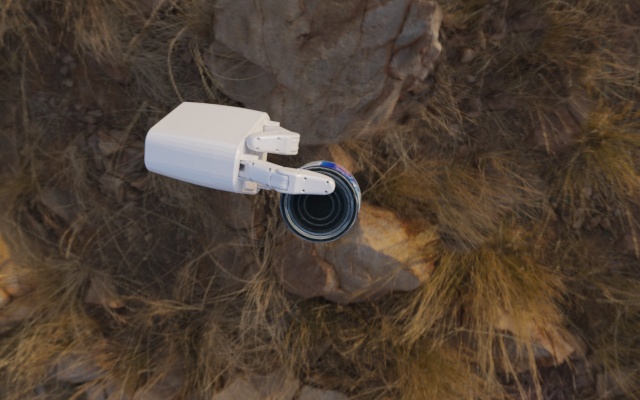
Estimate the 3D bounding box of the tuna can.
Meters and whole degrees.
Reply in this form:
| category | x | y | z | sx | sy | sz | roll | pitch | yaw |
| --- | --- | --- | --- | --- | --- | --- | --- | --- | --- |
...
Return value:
| category | x | y | z | sx | sy | sz | roll | pitch | yaw |
| --- | --- | --- | --- | --- | --- | --- | --- | --- | --- |
| tuna can | 0.000 | 0.002 | 0.514 | 0.086 | 0.086 | 0.033 | 0 | 14 | 8 |
